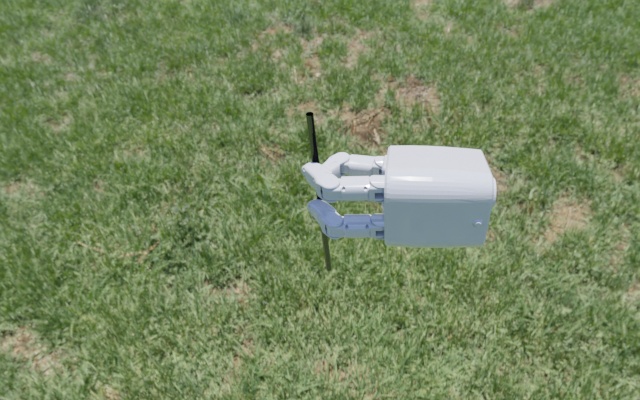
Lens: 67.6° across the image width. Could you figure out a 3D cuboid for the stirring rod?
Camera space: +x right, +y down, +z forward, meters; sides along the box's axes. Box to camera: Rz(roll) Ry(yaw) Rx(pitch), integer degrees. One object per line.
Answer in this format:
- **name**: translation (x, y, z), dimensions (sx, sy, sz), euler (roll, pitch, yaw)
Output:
- **stirring rod**: translation (0.000, 0.002, 0.566), dimensions (0.011, 0.240, 0.011), euler (-4, 41, 4)
